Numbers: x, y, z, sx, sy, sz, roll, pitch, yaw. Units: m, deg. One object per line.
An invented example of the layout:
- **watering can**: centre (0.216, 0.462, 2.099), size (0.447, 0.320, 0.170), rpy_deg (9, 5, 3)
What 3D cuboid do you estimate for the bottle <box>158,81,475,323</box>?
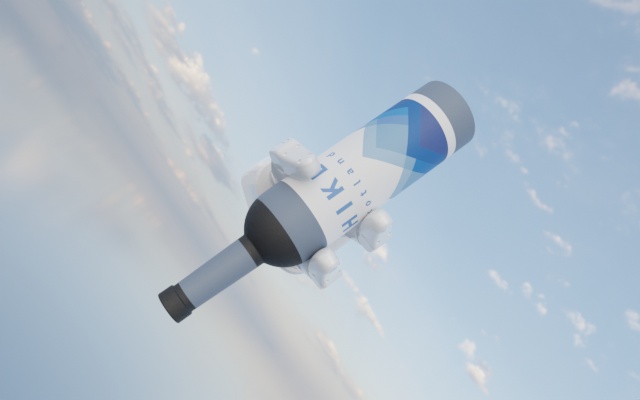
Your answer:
- **bottle**: centre (0.000, 0.001, 0.401), size (0.295, 0.069, 0.069), rpy_deg (-35, 10, -14)
